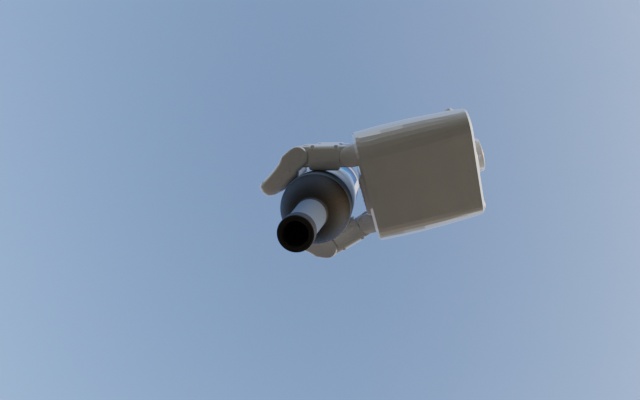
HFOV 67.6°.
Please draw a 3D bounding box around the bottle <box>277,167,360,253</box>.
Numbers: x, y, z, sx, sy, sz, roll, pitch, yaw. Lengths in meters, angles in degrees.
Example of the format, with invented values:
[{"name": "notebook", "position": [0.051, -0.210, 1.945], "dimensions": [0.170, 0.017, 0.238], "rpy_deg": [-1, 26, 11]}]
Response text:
[{"name": "bottle", "position": [0.000, 0.002, 0.479], "dimensions": [0.069, 0.069, 0.295], "rpy_deg": [0, 9, 7]}]
